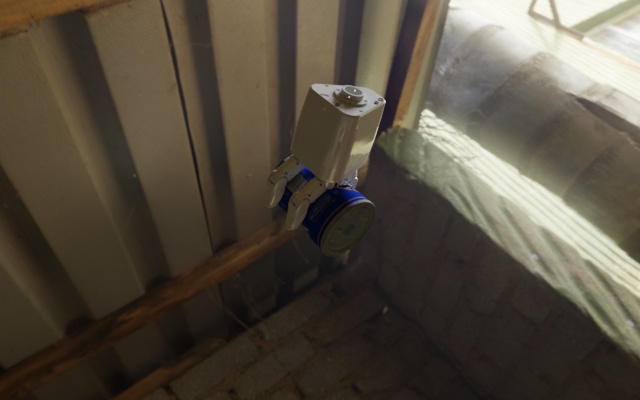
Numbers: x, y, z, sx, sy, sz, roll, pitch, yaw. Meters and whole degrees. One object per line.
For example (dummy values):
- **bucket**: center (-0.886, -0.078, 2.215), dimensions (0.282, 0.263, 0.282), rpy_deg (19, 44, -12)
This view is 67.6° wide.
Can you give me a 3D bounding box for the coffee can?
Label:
- **coffee can**: center (0.000, 0.003, 0.734), dimensions (0.103, 0.103, 0.140), rpy_deg (0, 36, -51)
